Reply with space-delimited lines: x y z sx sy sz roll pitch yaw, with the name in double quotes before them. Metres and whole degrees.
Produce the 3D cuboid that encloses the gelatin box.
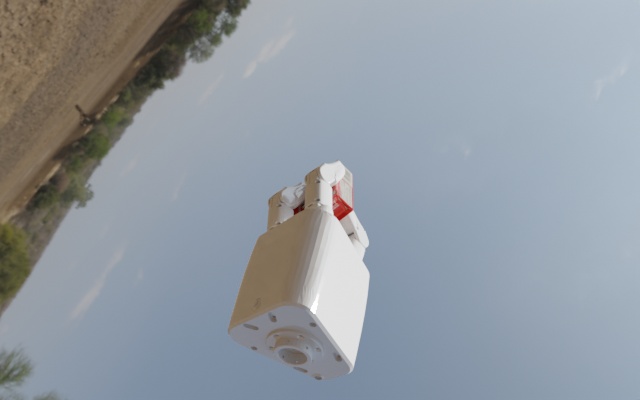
"gelatin box" 0.000 0.002 0.537 0.073 0.030 0.089 -37 21 22
